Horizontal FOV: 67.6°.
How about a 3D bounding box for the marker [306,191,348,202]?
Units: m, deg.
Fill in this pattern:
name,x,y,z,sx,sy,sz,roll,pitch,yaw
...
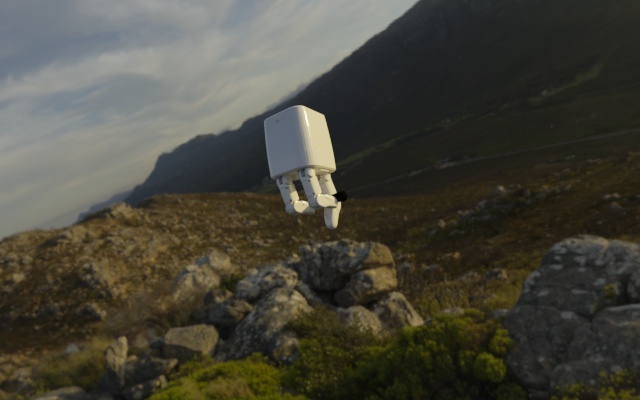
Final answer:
name,x,y,z,sx,sy,sz,roll,pitch,yaw
marker,0.000,0.003,0.855,0.121,0.020,0.020,-15,-10,41
